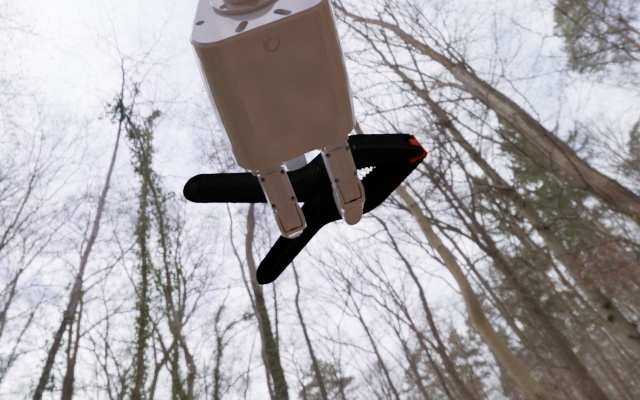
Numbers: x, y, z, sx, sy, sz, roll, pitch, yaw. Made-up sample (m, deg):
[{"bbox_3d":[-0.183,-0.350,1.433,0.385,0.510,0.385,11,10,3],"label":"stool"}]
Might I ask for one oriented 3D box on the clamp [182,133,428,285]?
[{"bbox_3d":[0.000,0.001,0.447,0.210,0.036,0.165,-22,-39,-5],"label":"clamp"}]
